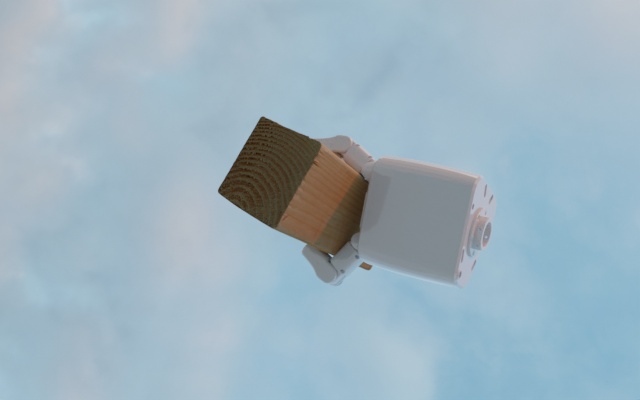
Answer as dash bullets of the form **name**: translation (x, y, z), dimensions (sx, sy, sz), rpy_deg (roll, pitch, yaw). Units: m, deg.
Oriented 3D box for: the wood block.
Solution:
- **wood block**: translation (0.000, 0.002, 0.531), dimensions (0.090, 0.091, 0.206), rpy_deg (29, -2, 35)
